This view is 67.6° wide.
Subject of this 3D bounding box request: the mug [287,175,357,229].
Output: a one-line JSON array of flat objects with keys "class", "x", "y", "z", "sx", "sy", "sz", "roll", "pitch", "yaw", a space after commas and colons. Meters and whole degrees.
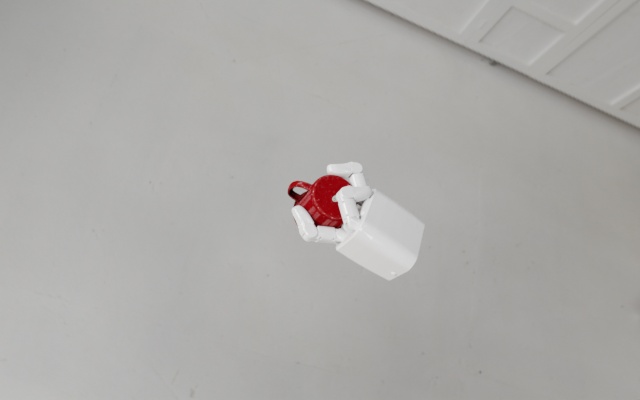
[{"class": "mug", "x": -0.001, "y": 0.002, "z": 0.793, "sx": 0.117, "sy": 0.093, "sz": 0.081, "roll": 32, "pitch": -31, "yaw": -6}]
